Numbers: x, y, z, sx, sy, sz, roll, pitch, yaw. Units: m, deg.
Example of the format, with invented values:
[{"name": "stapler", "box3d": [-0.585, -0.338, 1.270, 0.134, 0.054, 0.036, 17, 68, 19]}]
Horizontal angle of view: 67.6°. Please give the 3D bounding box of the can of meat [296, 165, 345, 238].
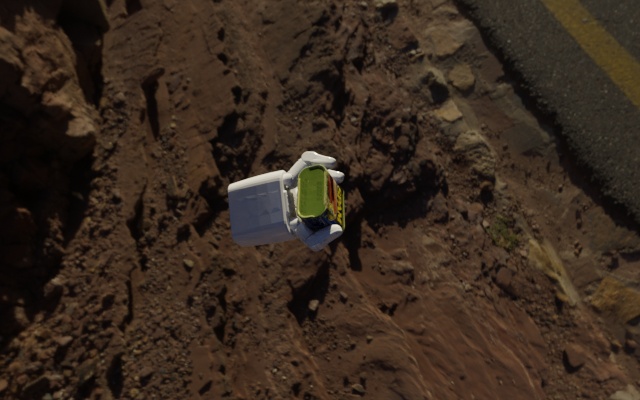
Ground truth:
[{"name": "can of meat", "box3d": [0.000, 0.003, 0.795, 0.057, 0.102, 0.084, -10, -29, 19]}]
